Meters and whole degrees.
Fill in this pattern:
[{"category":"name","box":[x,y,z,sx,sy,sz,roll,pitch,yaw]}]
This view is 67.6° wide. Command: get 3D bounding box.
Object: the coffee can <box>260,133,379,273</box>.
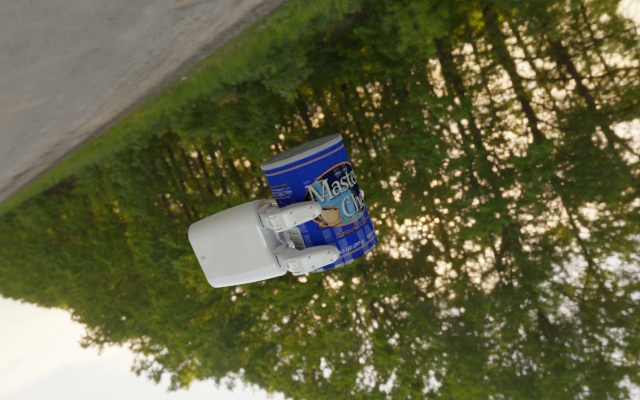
[{"category":"coffee can","box":[0.000,0.002,0.583,0.103,0.140,0.102,-20,11,4]}]
